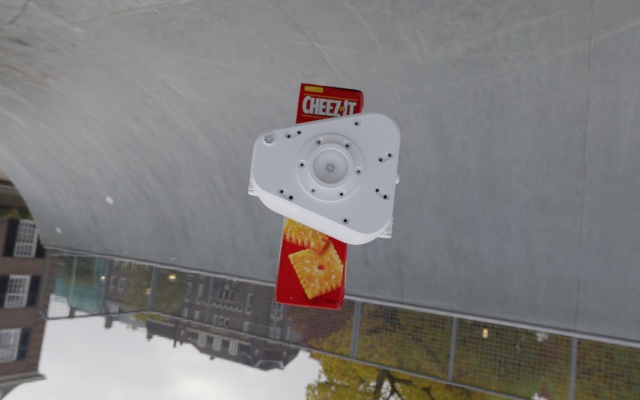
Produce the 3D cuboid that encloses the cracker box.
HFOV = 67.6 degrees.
[{"bbox_3d":[0.000,0.002,0.532,0.072,0.213,0.164,7,-5,0],"label":"cracker box"}]
